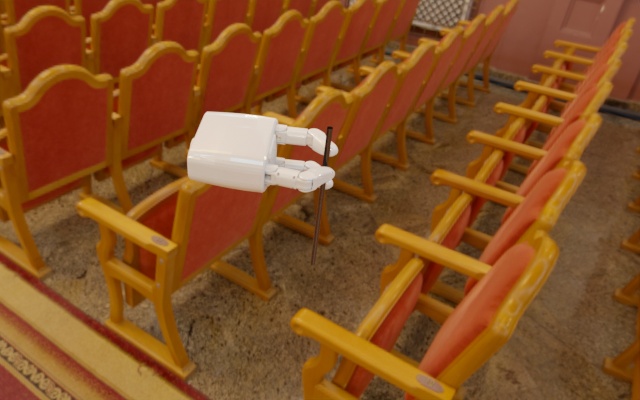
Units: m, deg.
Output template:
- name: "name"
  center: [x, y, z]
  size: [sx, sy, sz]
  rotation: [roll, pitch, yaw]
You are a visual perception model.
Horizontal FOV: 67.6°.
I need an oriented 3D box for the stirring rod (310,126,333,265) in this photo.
- name: "stirring rod"
  center: [0.000, 0.002, 0.704]
  size: [0.011, 0.240, 0.011]
  rotation: [5, 34, -3]
